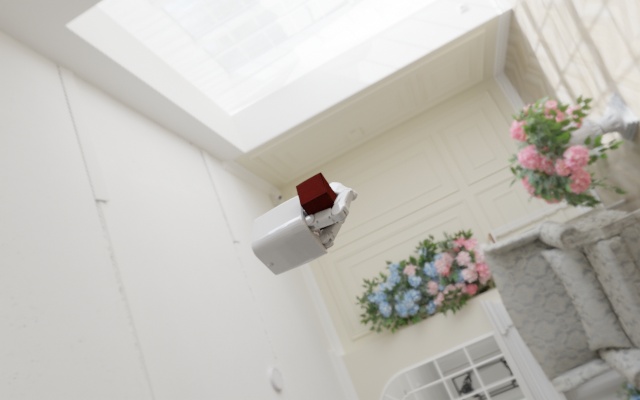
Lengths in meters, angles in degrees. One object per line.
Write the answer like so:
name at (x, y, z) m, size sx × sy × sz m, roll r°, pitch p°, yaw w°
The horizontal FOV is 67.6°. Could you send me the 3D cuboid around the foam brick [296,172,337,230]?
foam brick at (0.000, 0.002, 0.818) m, size 0.051 × 0.053 × 0.078 m, roll -26°, pitch -47°, yaw 11°
